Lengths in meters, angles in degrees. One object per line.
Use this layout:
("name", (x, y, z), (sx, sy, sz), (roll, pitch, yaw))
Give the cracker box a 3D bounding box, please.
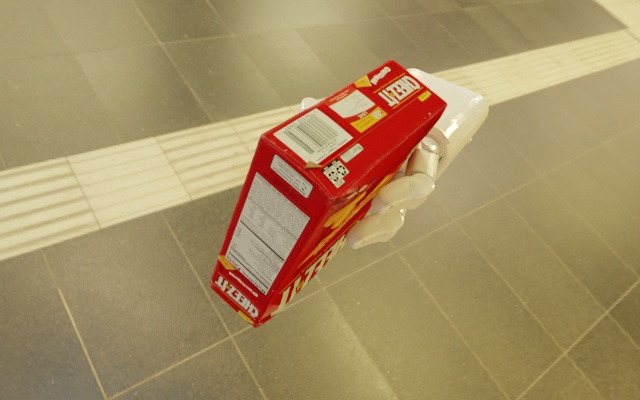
("cracker box", (0.000, 0.001, 0.419), (0.164, 0.072, 0.214), (-39, -14, -40))
